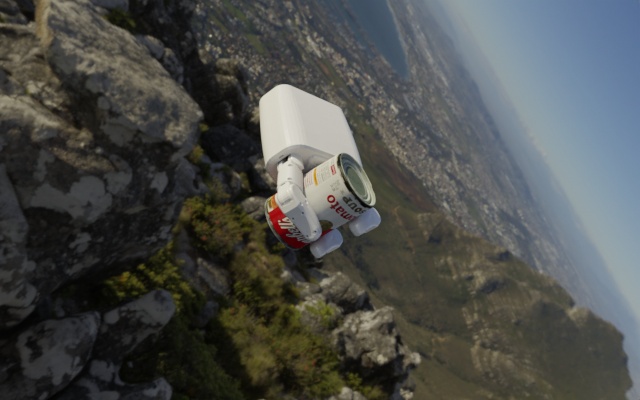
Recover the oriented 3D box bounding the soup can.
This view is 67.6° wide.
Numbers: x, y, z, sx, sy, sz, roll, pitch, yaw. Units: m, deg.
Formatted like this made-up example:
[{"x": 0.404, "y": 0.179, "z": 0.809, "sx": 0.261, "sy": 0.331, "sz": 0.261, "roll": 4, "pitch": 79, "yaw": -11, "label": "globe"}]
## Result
[{"x": 0.000, "y": 0.002, "z": 0.517, "sx": 0.102, "sy": 0.068, "sz": 0.068, "roll": -31, "pitch": -13, "yaw": 24, "label": "soup can"}]
